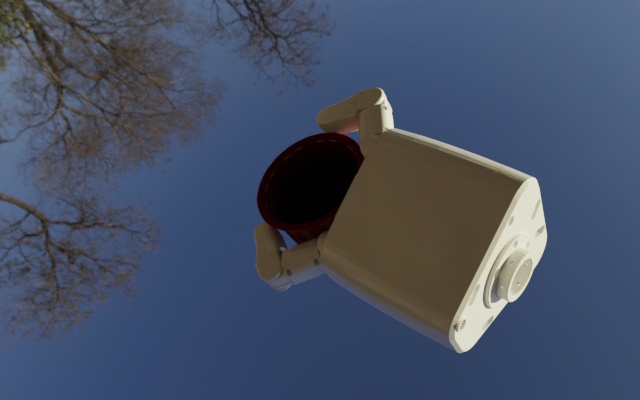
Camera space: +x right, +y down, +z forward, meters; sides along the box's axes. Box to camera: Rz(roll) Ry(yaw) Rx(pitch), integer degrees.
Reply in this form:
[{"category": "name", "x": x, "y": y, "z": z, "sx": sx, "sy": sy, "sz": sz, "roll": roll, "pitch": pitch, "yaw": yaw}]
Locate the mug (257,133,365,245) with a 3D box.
[{"category": "mug", "x": -0.001, "y": 0.001, "z": 0.404, "sx": 0.117, "sy": 0.093, "sz": 0.081, "roll": 26, "pitch": -17, "yaw": 41}]
